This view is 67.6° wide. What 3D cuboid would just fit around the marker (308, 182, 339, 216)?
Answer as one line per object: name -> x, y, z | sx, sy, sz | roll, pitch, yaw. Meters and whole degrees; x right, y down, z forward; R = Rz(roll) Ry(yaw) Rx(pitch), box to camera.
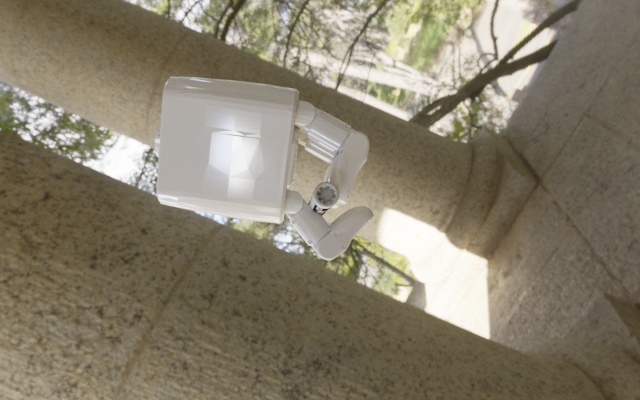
marker -> 0.000, 0.001, 0.402 | 0.020, 0.020, 0.121 | 0, -5, -4
